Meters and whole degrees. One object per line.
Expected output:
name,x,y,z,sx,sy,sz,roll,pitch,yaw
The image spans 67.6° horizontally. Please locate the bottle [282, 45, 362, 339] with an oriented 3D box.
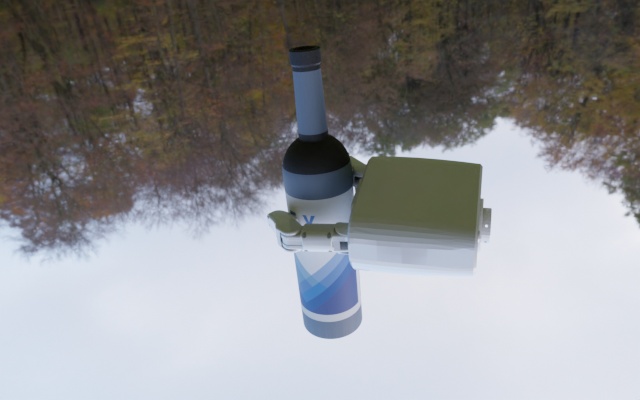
bottle,0.000,0.002,0.472,0.069,0.296,0.069,-5,26,2
